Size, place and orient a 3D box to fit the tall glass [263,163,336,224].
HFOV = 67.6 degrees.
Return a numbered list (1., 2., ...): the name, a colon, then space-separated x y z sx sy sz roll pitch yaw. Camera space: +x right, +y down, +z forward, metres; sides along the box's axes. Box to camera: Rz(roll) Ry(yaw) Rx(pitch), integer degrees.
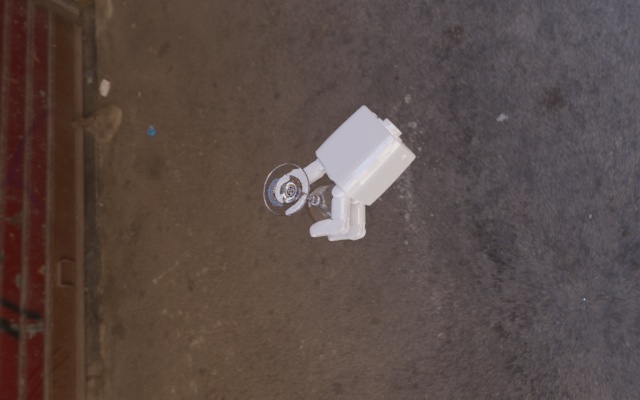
1. tall glass: 0.000 0.002 0.738 0.079 0.079 0.201 0 -10 29
